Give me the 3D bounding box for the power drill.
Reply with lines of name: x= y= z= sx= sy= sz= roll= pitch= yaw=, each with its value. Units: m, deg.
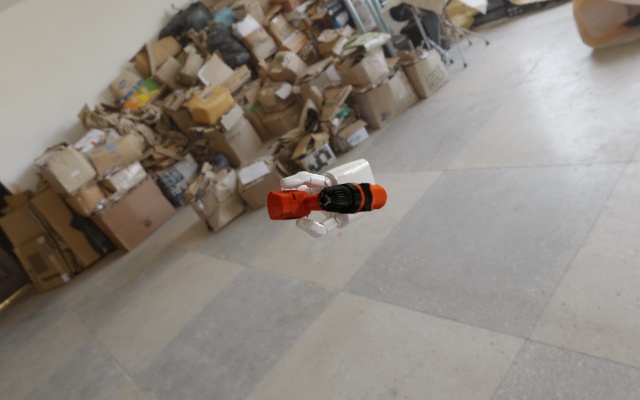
power drill: x=0.000 y=0.003 z=0.833 sx=0.187 sy=0.057 sz=0.184 roll=-4 pitch=-2 yaw=34
